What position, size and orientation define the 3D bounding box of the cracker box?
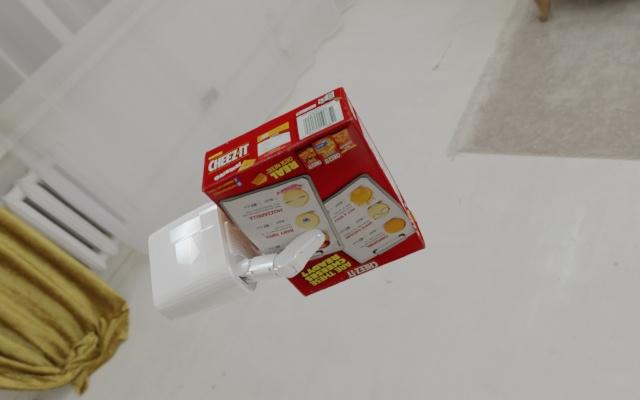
[{"bbox_3d":[0.000,0.002,0.528,0.164,0.072,0.214,-24,-47,14],"label":"cracker box"}]
